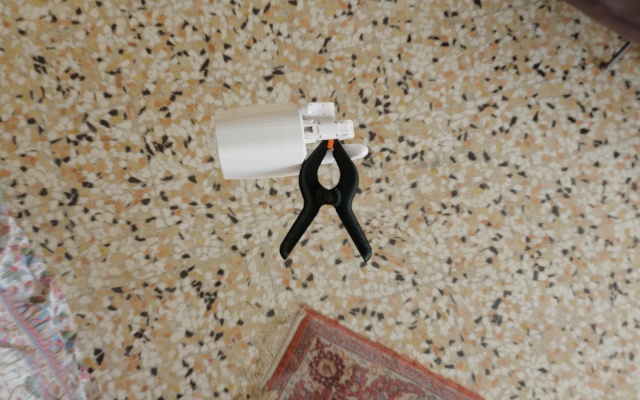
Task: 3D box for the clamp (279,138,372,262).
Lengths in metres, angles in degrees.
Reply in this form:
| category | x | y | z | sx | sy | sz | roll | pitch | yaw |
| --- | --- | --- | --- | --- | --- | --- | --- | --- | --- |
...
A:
| category | x | y | z | sx | sy | sz | roll | pitch | yaw |
| --- | --- | --- | --- | --- | --- | --- | --- | --- | --- |
| clamp | 0.000 | 0.002 | 0.622 | 0.120 | 0.171 | 0.039 | -6 | -1 | -11 |
